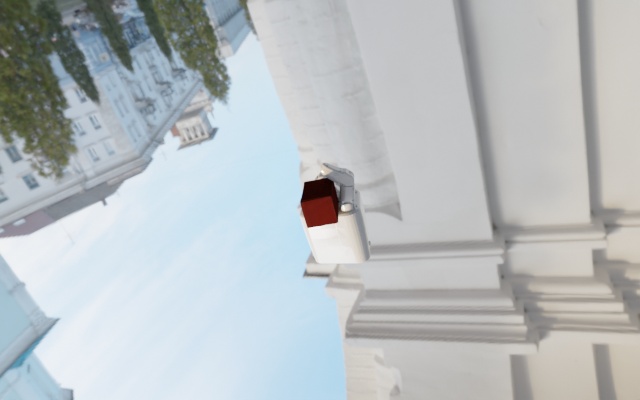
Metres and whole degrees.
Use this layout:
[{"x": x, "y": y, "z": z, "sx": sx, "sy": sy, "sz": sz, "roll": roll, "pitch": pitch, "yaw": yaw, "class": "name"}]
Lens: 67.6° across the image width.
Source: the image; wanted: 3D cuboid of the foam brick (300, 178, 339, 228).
[{"x": 0.000, "y": 0.003, "z": 0.784, "sx": 0.053, "sy": 0.051, "sz": 0.078, "roll": -10, "pitch": 25, "yaw": 9, "class": "foam brick"}]
